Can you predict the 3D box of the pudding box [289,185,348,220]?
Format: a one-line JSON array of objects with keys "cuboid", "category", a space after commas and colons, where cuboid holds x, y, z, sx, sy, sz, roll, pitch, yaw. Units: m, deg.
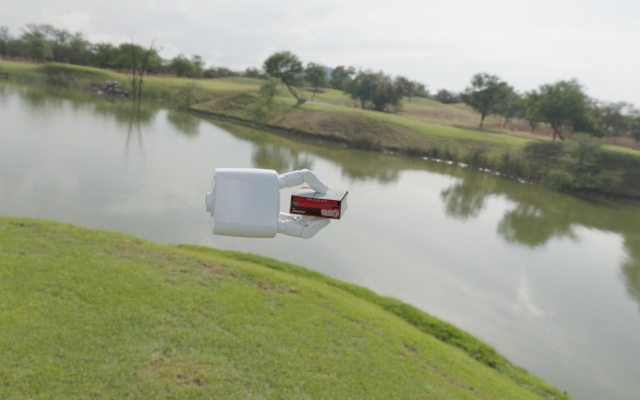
[{"cuboid": [0.000, 0.003, 0.861, 0.090, 0.039, 0.113, 8, 13, 9], "category": "pudding box"}]
